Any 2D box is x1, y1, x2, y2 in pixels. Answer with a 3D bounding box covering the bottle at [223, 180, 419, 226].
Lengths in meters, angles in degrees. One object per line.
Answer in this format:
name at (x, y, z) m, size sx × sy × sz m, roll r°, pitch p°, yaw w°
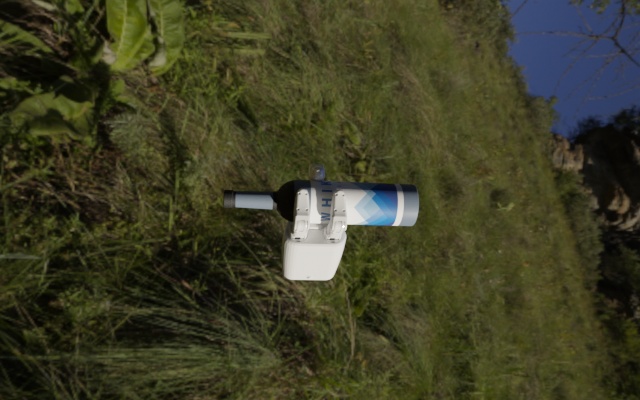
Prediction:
bottle at (0.000, 0.002, 0.741) m, size 0.296 × 0.069 × 0.069 m, roll 2°, pitch 0°, yaw -8°
